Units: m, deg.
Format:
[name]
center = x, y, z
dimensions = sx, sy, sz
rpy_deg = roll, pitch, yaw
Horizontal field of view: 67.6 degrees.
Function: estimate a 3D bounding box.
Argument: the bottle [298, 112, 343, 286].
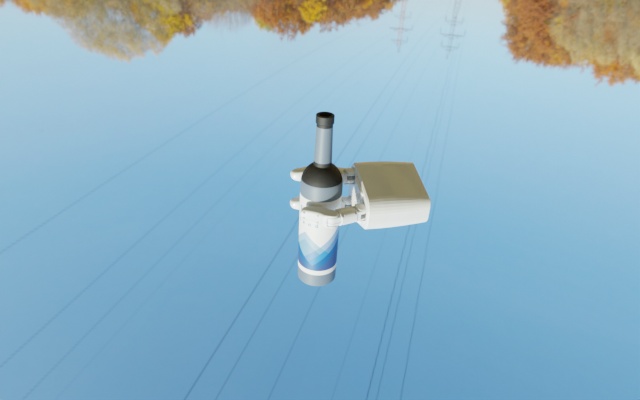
[bottle]
center = 0.000, 0.003, 0.765
dimensions = 0.069, 0.296, 0.069
rpy_deg = 2, 30, -1
